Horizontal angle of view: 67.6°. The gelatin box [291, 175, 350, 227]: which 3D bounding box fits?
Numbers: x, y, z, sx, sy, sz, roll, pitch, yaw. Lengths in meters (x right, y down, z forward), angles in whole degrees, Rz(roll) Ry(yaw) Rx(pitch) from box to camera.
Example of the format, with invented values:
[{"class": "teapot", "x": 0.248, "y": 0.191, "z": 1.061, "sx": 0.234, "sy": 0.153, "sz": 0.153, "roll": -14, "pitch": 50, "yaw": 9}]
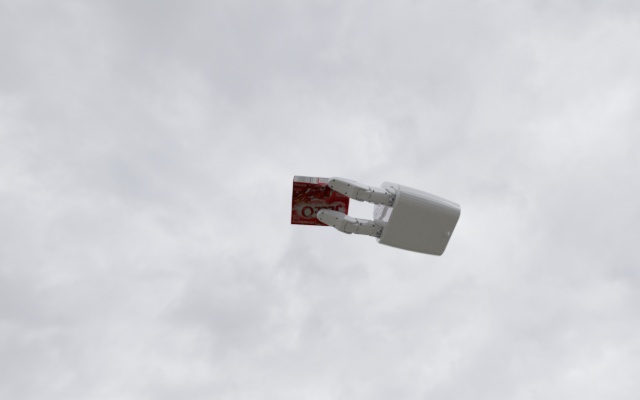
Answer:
[{"class": "gelatin box", "x": 0.000, "y": 0.002, "z": 0.734, "sx": 0.089, "sy": 0.073, "sz": 0.030, "roll": 4, "pitch": 25, "yaw": -1}]
